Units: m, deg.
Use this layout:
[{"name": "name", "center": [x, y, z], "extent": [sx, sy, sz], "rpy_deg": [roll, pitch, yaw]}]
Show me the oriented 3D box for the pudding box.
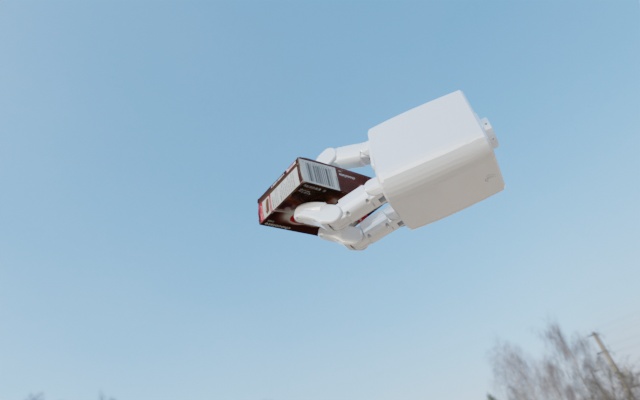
[{"name": "pudding box", "center": [0.000, 0.002, 0.531], "extent": [0.113, 0.039, 0.090], "rpy_deg": [16, -41, -32]}]
